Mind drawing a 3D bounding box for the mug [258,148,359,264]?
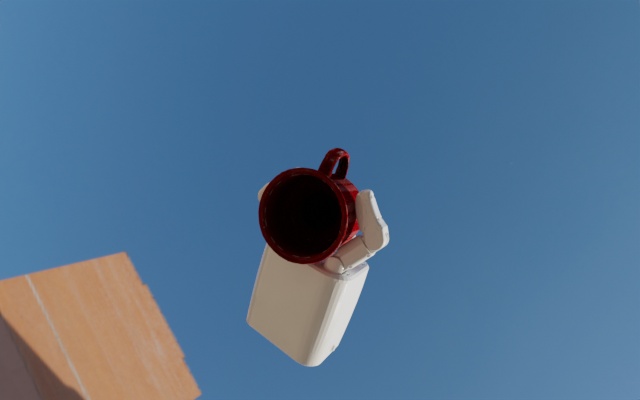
[{"bbox_3d":[0.001,0.000,0.489,0.093,0.117,0.081,23,12,19],"label":"mug"}]
